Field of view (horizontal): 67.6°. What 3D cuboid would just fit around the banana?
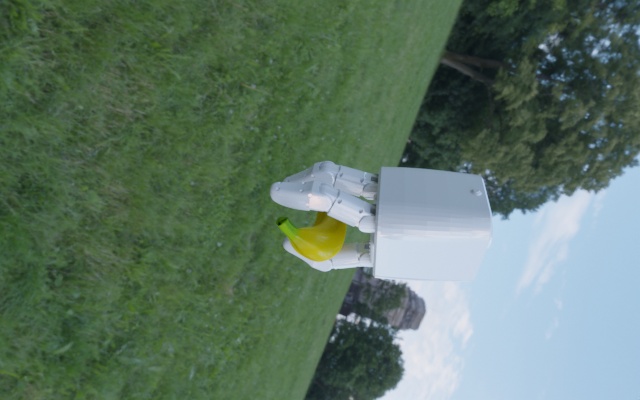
[{"bbox_3d":[0.005,0.020,0.520,0.037,0.069,0.197,-14,12,15],"label":"banana"}]
